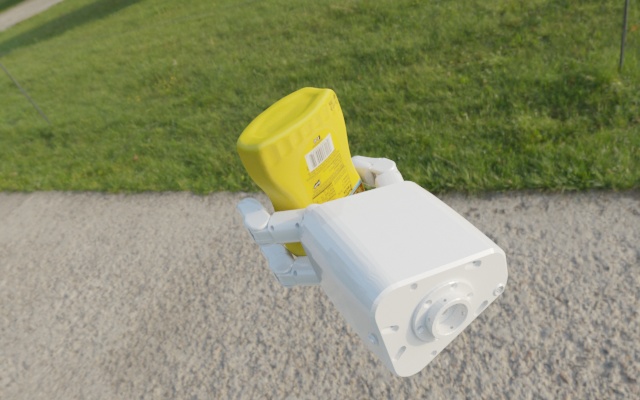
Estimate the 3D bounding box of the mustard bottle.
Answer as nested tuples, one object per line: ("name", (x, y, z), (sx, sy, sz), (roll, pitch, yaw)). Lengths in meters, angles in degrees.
("mustard bottle", (0.000, 0.001, 0.440), (0.058, 0.192, 0.096), (15, 49, 40))
